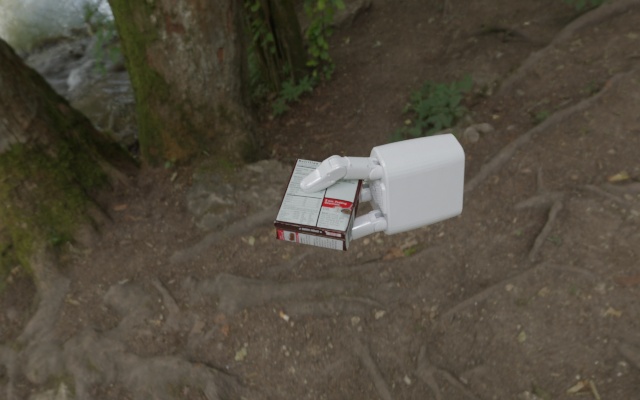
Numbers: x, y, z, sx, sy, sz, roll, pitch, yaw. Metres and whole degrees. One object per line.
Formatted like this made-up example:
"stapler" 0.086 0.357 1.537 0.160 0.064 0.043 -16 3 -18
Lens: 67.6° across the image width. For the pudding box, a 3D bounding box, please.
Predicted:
"pudding box" 0.000 0.002 0.593 0.090 0.113 0.039 8 -41 10
